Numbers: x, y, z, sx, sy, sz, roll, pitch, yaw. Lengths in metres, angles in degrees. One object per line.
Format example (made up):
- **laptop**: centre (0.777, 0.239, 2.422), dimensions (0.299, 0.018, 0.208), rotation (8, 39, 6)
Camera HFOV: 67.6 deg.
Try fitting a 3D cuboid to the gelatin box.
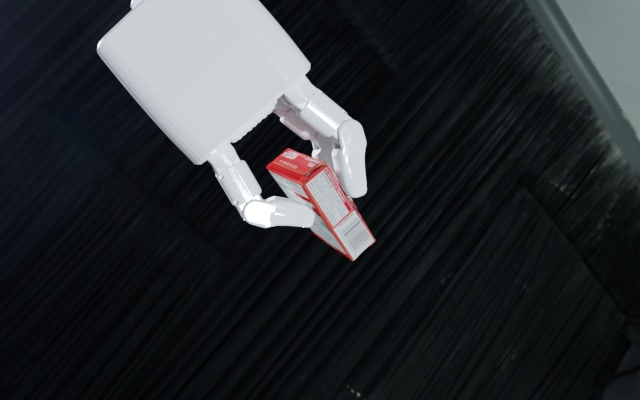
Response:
- **gelatin box**: centre (0.000, 0.002, 0.409), dimensions (0.030, 0.089, 0.073), rotation (-40, 28, -13)
